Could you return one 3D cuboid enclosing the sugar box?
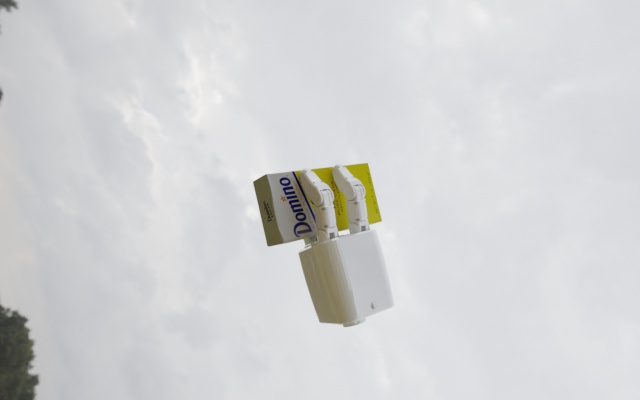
[{"bbox_3d":[0.001,0.002,0.665,0.176,0.093,0.048,-10,-7,-38],"label":"sugar box"}]
